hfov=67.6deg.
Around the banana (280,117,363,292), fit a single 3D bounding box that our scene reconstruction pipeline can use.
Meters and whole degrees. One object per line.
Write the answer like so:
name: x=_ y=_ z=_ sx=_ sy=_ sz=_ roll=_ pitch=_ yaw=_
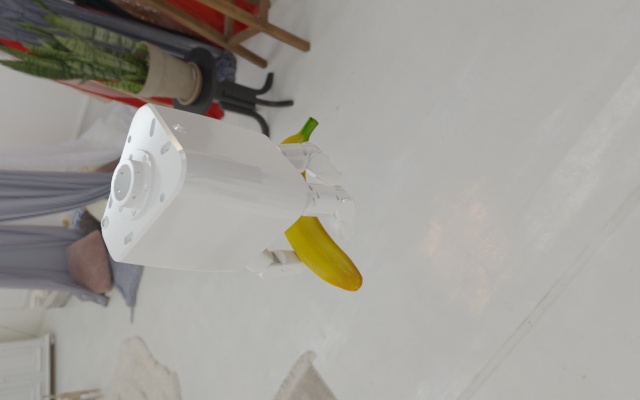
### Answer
banana: x=-0.014 y=0.007 z=0.482 sx=0.070 sy=0.197 sz=0.037 roll=-32 pitch=-30 yaw=31
